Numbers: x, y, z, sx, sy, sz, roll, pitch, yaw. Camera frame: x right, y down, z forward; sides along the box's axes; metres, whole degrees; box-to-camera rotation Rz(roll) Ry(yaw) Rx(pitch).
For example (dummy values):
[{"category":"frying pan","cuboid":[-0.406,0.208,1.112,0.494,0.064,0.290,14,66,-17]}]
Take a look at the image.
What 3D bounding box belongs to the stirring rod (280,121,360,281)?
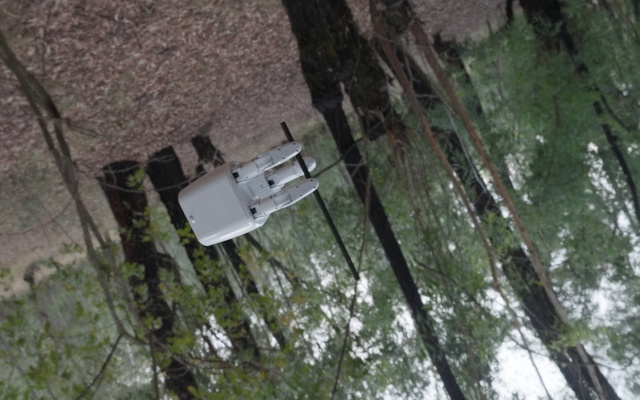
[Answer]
[{"category":"stirring rod","cuboid":[0.000,0.002,0.658,0.011,0.239,0.011,-25,5,2]}]
